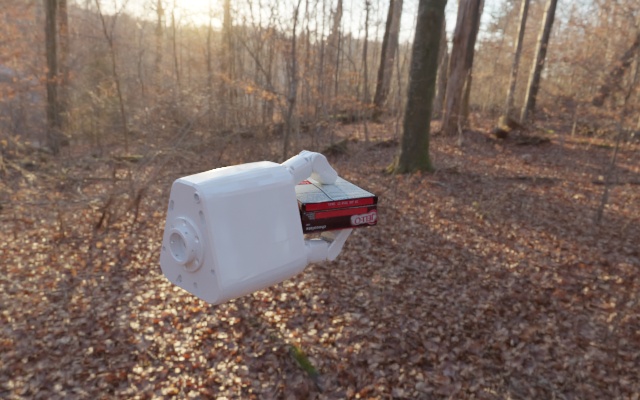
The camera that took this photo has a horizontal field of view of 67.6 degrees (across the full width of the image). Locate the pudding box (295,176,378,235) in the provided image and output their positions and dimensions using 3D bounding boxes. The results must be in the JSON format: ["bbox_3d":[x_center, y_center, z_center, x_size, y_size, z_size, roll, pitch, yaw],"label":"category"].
[{"bbox_3d":[0.000,0.002,0.538,0.090,0.039,0.113,-4,18,-22],"label":"pudding box"}]
